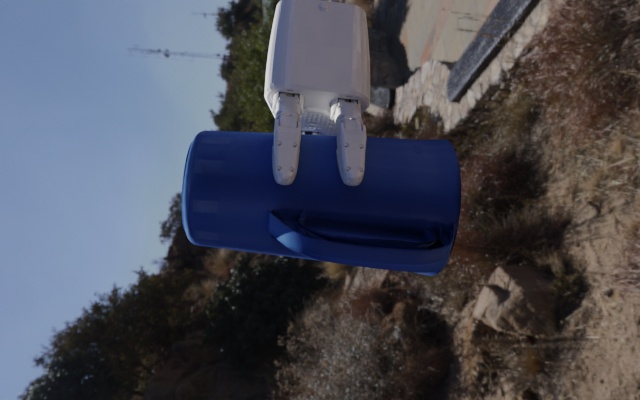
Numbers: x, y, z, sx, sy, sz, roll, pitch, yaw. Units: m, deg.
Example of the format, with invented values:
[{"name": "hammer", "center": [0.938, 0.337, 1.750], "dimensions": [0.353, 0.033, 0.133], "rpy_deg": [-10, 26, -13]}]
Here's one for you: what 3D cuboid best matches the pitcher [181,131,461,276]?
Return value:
[{"name": "pitcher", "center": [0.000, 0.001, 0.448], "dimensions": [0.243, 0.145, 0.149], "rpy_deg": [4, -19, -5]}]
